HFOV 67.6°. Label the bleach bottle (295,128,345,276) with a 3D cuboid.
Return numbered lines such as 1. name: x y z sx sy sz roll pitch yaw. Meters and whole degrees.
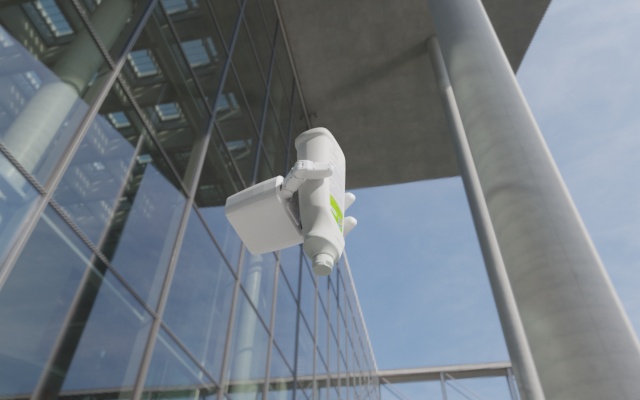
1. bleach bottle: 0.000 0.002 0.756 0.068 0.250 0.103 -19 -46 20
